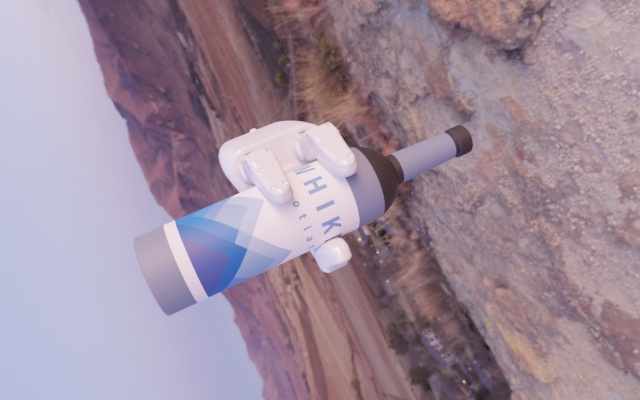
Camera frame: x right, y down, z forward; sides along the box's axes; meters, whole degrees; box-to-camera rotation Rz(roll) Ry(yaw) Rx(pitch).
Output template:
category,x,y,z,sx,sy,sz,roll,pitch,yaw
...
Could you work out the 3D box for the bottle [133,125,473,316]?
category,x,y,z,sx,sy,sz,roll,pitch,yaw
bottle,0.000,0.001,0.403,0.295,0.069,0.069,-24,6,-13
